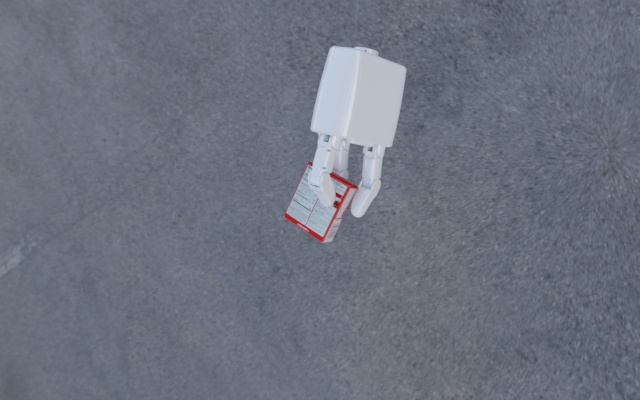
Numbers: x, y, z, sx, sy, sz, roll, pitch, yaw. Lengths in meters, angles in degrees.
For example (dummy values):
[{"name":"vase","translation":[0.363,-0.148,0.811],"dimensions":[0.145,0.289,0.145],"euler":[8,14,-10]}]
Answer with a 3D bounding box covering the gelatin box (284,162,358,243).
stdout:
[{"name":"gelatin box","translation":[0.000,0.002,0.654],"dimensions":[0.073,0.089,0.030],"euler":[31,13,26]}]
